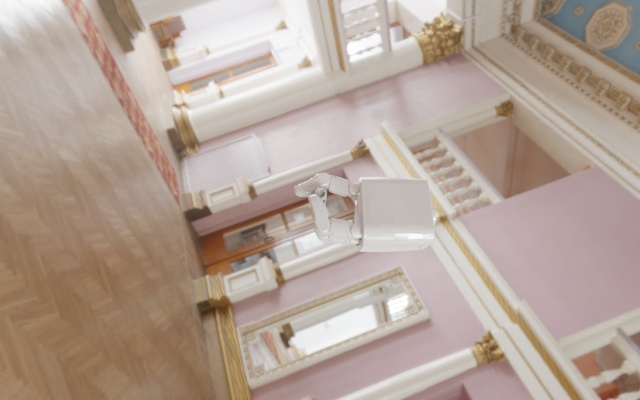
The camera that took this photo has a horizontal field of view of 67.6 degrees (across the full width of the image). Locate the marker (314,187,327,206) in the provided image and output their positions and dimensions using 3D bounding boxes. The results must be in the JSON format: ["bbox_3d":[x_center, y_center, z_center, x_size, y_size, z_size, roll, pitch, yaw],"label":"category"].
[{"bbox_3d":[0.000,0.003,0.773,0.020,0.020,0.121,0,-13,0],"label":"marker"}]
